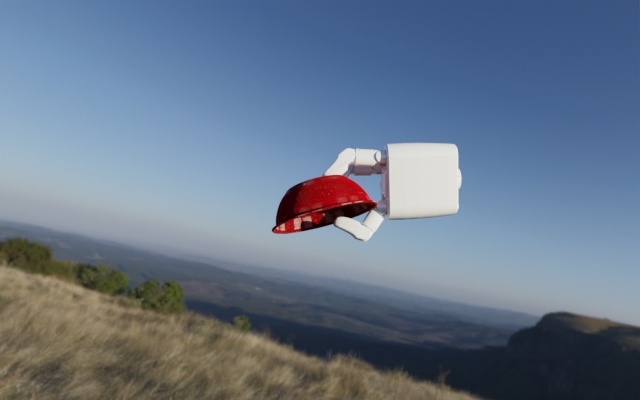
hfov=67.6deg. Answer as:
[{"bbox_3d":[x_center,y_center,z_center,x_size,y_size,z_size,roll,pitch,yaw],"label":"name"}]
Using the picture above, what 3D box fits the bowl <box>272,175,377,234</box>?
[{"bbox_3d":[-0.001,0.002,0.711,0.162,0.055,0.162,-15,-11,-3],"label":"bowl"}]
